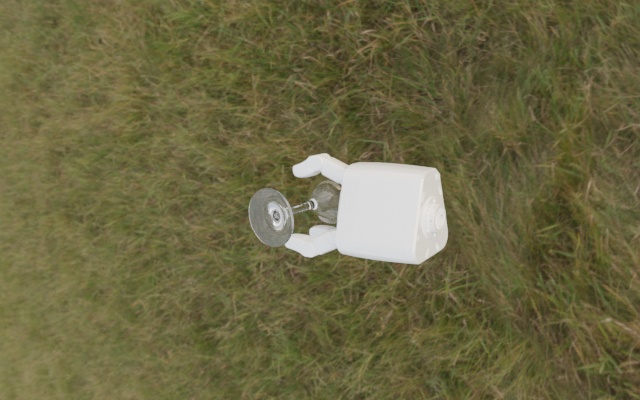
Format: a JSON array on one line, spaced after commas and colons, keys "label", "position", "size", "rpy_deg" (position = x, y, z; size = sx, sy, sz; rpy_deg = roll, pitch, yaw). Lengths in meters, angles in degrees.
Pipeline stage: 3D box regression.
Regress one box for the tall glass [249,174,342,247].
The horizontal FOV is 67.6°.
[{"label": "tall glass", "position": [0.000, 0.002, 0.657], "size": [0.079, 0.079, 0.201], "rpy_deg": [0, 11, 39]}]
